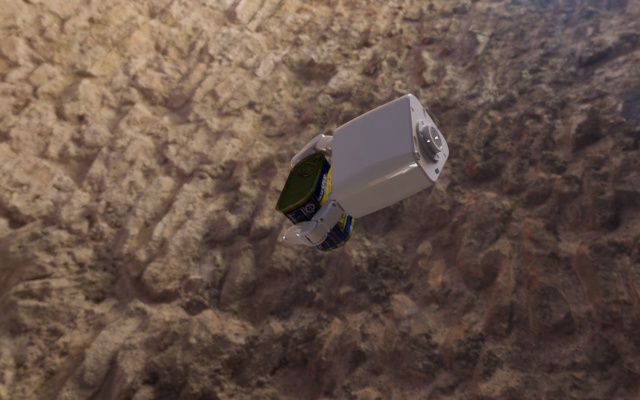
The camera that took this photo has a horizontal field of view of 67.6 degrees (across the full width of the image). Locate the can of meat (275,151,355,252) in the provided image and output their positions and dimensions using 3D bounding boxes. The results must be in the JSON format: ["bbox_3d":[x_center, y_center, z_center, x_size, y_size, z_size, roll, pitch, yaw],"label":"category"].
[{"bbox_3d":[0.000,0.002,0.600,0.057,0.084,0.102,-25,30,32],"label":"can of meat"}]
